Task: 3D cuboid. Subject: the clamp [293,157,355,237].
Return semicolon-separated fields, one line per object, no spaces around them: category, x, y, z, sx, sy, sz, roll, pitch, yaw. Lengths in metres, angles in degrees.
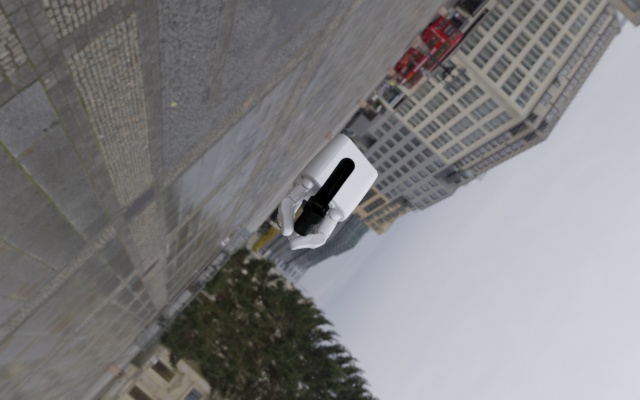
clamp;0.000;0.003;0.742;0.039;0.120;0.171;40;-22;-3
